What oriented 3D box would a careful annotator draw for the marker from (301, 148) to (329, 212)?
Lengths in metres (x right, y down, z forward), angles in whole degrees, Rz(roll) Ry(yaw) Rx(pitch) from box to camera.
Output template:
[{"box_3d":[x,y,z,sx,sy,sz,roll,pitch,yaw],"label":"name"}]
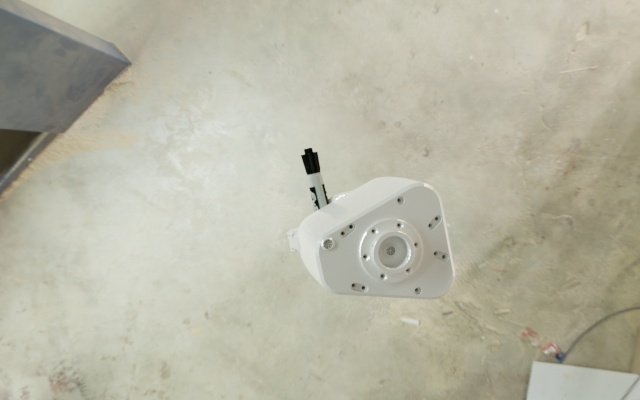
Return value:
[{"box_3d":[0.000,0.002,0.526,0.020,0.121,0.020,-13,5,1],"label":"marker"}]
